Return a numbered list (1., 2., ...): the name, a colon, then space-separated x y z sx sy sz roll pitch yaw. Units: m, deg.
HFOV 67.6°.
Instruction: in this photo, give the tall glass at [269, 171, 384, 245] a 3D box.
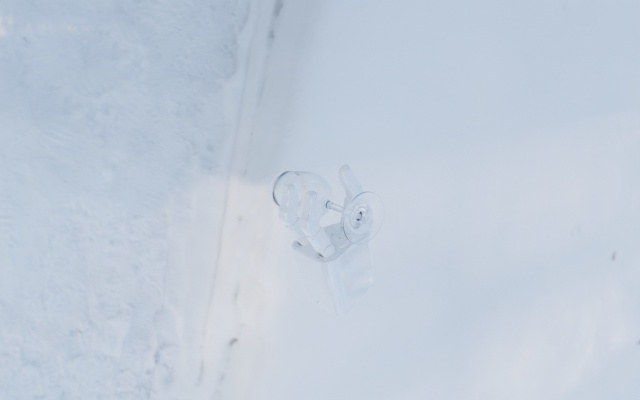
1. tall glass: 0.001 0.002 0.720 0.079 0.079 0.201 0 13 -38
